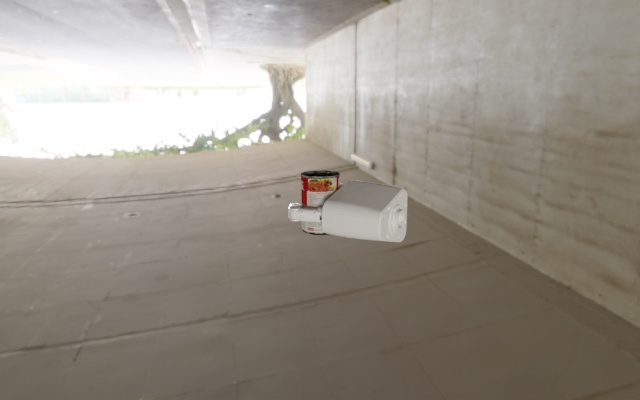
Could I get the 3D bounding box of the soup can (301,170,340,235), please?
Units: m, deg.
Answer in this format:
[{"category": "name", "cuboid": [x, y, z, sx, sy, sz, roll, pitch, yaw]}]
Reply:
[{"category": "soup can", "cuboid": [0.000, 0.003, 0.834, 0.068, 0.102, 0.068, 0, 13, 0]}]
